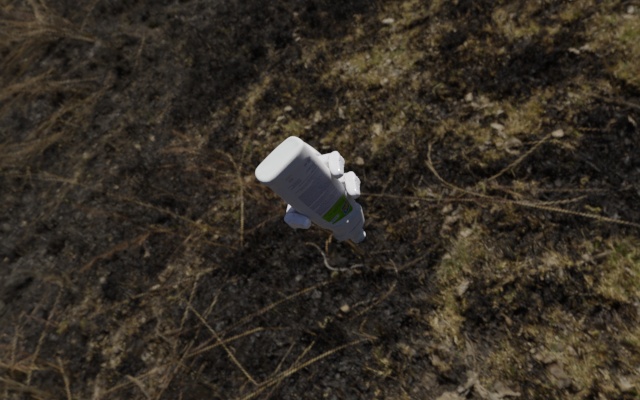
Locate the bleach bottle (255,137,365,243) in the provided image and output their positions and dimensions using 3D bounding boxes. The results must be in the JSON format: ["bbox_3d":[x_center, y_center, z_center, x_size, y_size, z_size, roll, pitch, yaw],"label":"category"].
[{"bbox_3d":[0.000,0.003,0.864,0.251,0.102,0.068,47,-3,-35],"label":"bleach bottle"}]
